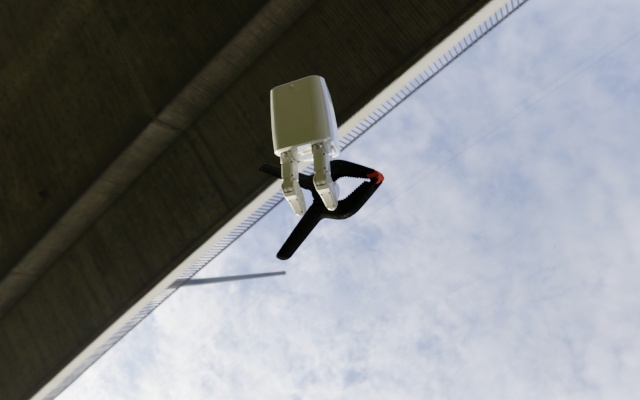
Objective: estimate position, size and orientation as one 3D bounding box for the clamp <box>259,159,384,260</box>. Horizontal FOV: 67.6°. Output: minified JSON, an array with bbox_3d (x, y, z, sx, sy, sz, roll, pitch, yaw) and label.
[{"bbox_3d":[0.001,0.002,0.752,0.210,0.164,0.036,-11,-11,25],"label":"clamp"}]
